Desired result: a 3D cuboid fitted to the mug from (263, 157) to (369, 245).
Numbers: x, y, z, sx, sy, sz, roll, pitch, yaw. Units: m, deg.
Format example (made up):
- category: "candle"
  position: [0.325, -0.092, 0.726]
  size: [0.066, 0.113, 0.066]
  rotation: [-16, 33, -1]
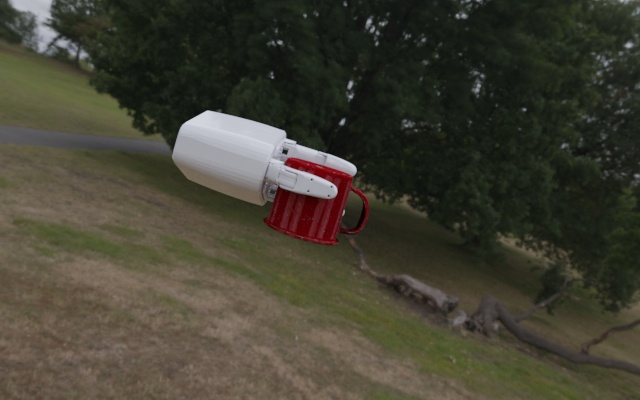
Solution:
- category: "mug"
  position: [0.002, 0.002, 0.558]
  size: [0.117, 0.081, 0.093]
  rotation: [17, 6, -1]
